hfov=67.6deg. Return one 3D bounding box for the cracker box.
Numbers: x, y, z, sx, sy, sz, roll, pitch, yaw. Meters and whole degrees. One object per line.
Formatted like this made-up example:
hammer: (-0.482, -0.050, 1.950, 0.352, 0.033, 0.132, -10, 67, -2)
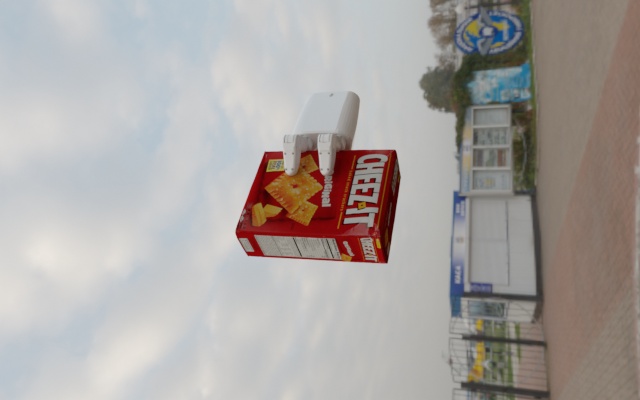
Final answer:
cracker box: (0.000, 0.002, 0.703, 0.213, 0.164, 0.072, 1, -39, 19)
